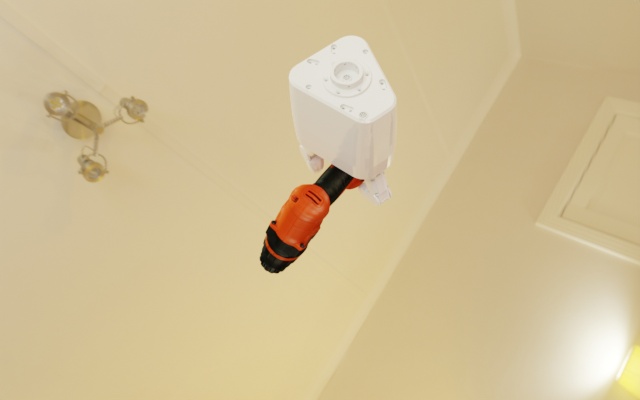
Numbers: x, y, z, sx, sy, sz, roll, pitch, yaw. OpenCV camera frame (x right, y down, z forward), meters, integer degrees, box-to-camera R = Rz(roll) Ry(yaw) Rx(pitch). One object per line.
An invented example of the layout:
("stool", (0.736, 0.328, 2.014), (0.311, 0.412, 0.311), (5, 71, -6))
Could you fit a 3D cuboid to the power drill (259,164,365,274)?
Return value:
("power drill", (0.000, 0.002, 0.615), (0.187, 0.057, 0.184), (-50, -2, -36))
